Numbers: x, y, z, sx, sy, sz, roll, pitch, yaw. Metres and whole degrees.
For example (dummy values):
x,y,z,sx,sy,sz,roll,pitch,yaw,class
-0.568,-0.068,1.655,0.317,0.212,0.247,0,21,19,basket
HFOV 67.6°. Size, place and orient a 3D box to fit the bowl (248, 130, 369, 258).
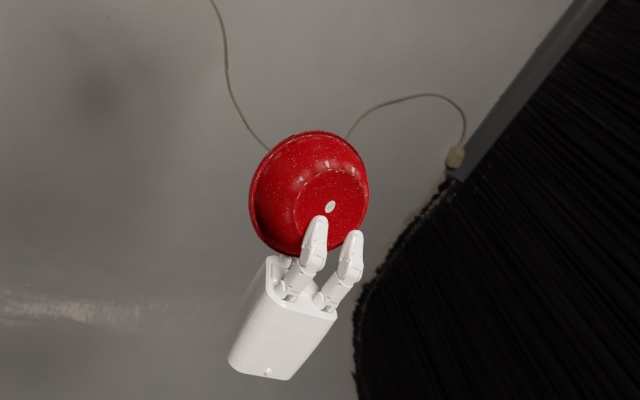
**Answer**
x,y,z,sx,sy,sz,roll,pitch,yaw,class
0.001,0.001,0.562,0.162,0.162,0.055,0,16,-28,bowl
